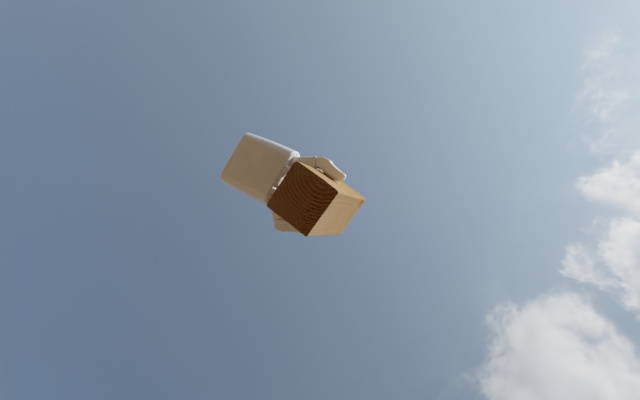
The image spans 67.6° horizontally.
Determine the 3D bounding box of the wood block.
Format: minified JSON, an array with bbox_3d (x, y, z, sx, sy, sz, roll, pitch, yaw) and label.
[{"bbox_3d":[0.000,0.002,0.848,0.090,0.091,0.206,37,8,16],"label":"wood block"}]
